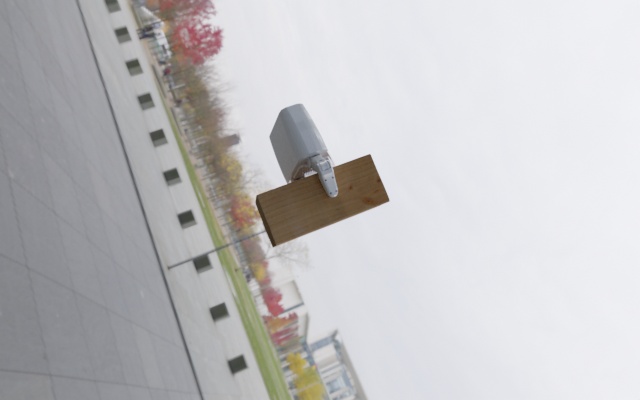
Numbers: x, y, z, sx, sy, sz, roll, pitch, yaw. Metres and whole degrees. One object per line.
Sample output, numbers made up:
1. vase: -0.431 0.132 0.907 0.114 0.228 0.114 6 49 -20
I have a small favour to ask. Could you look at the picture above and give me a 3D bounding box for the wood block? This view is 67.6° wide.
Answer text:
1. wood block: 0.000 0.002 0.826 0.206 0.090 0.091 -21 -5 -11
